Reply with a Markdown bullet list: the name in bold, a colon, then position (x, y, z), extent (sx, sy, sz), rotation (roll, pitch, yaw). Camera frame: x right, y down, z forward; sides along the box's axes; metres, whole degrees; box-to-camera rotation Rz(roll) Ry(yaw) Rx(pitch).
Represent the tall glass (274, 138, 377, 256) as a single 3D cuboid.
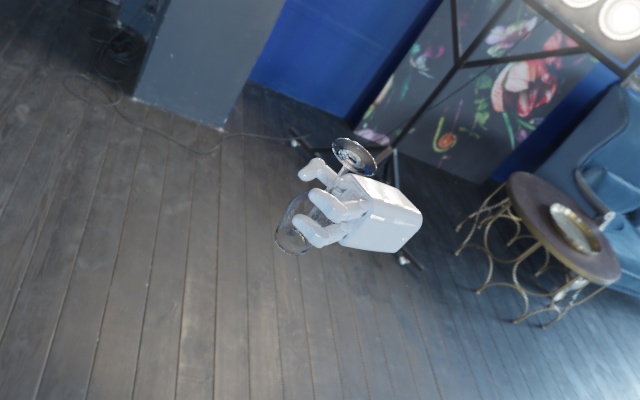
- **tall glass**: position (0.000, 0.002, 0.733), extent (0.079, 0.079, 0.201), rotation (0, -41, -41)
